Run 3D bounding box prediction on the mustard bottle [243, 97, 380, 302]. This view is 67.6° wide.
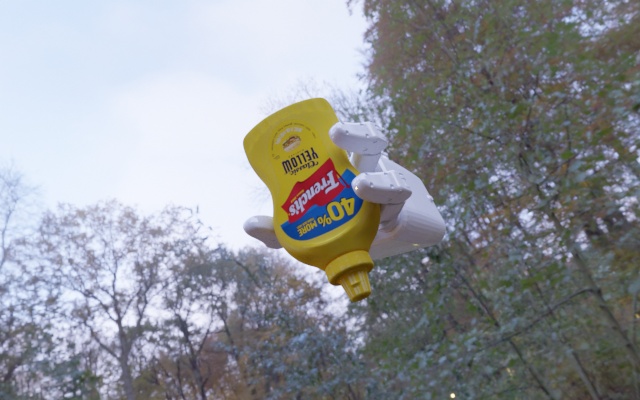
[{"bbox_3d":[0.000,0.001,0.434,0.096,0.191,0.058,-26,-27,4],"label":"mustard bottle"}]
